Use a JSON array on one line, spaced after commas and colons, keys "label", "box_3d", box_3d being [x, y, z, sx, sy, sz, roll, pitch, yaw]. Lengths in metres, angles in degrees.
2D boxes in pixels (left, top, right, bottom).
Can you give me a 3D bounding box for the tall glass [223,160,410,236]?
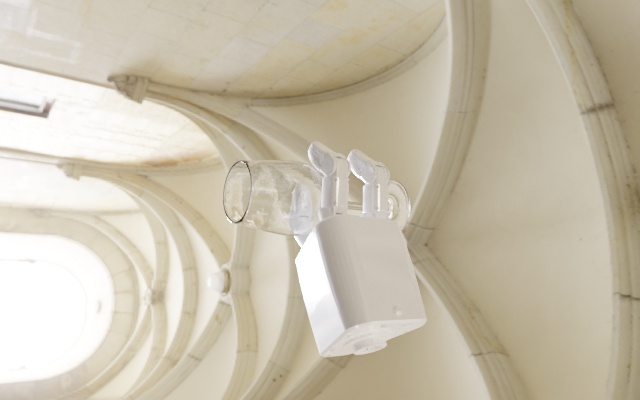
[{"label": "tall glass", "box_3d": [0.001, 0.002, 0.516, 0.201, 0.079, 0.079, 7, -4, -35]}]
